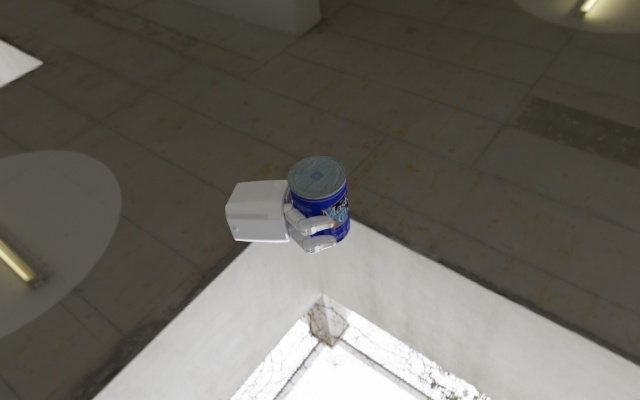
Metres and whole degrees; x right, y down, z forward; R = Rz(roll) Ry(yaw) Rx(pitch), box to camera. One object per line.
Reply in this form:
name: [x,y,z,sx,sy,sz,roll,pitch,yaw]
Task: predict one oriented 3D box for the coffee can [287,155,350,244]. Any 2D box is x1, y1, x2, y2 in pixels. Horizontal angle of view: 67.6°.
coffee can: [0.000,0.003,0.875,0.103,0.102,0.140,0,-42,8]
